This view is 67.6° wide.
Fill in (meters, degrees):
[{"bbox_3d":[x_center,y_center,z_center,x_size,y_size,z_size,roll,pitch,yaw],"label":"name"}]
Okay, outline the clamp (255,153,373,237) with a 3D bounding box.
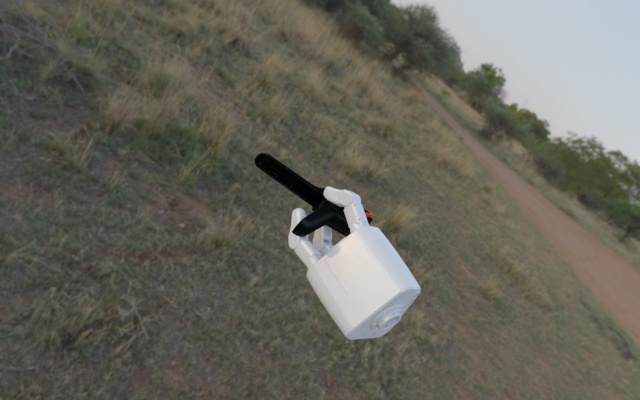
[{"bbox_3d":[0.001,0.002,0.716,0.210,0.036,0.164,15,32,-48],"label":"clamp"}]
